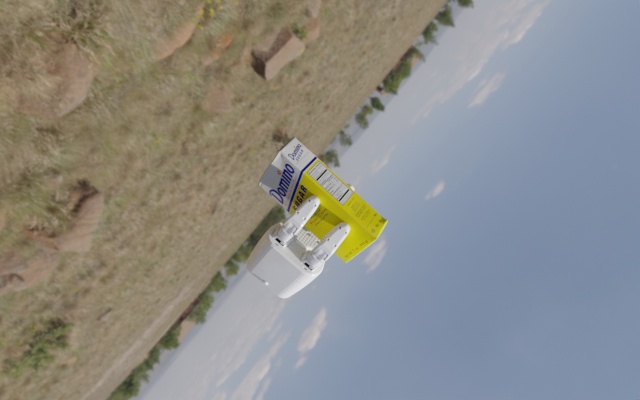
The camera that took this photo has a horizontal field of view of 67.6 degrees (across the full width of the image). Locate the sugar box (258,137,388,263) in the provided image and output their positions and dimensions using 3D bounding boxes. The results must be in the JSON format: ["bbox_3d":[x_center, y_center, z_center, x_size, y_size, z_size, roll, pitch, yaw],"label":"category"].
[{"bbox_3d":[0.000,0.003,0.673,0.048,0.176,0.093,-52,3,-39],"label":"sugar box"}]
